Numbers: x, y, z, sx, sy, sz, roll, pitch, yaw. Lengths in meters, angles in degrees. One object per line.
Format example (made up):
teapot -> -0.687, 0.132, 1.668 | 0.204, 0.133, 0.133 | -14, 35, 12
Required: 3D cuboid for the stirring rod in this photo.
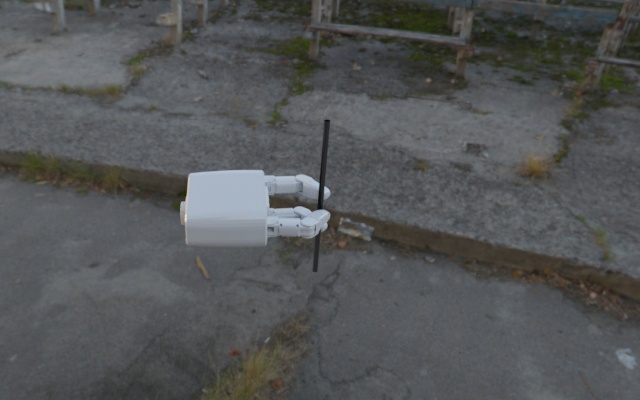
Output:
stirring rod -> 0.000, 0.002, 0.675 | 0.011, 0.240, 0.011 | 4, 28, -2
